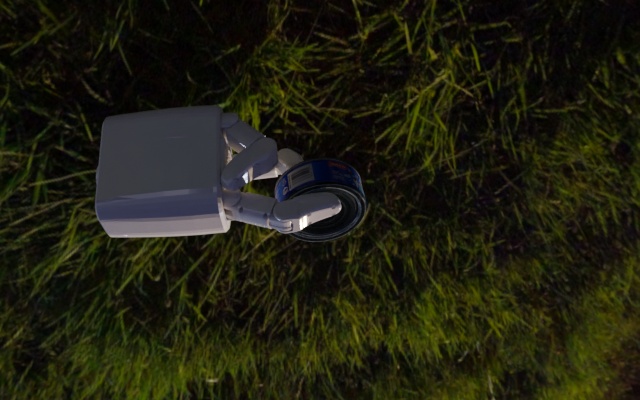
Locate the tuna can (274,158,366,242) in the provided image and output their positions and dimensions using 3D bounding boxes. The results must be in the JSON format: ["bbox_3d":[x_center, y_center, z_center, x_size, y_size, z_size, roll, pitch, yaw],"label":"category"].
[{"bbox_3d":[0.000,0.002,0.456,0.086,0.033,0.086,-6,-42,-5],"label":"tuna can"}]
